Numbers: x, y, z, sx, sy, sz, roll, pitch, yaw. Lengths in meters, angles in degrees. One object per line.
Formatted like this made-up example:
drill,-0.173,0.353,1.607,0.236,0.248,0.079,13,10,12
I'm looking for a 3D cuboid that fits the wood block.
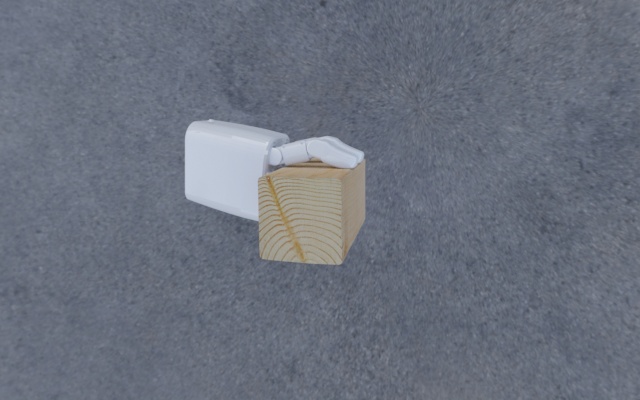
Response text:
wood block,0.000,0.002,0.582,0.090,0.091,0.206,2,11,12
